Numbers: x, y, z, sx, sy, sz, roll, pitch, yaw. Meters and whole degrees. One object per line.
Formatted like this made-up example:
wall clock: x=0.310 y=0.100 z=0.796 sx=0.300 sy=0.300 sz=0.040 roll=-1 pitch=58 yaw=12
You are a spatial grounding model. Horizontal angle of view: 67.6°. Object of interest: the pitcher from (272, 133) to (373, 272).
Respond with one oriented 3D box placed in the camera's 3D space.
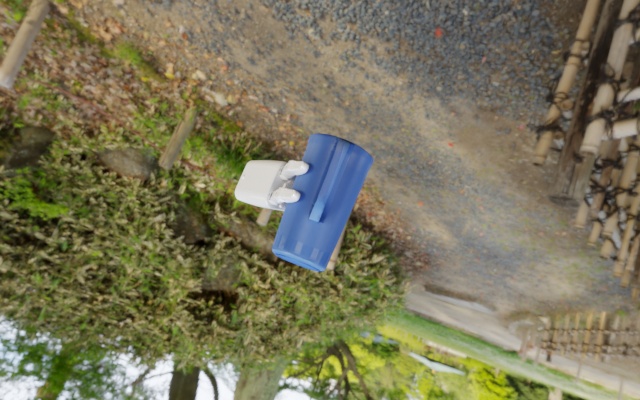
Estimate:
pitcher: x=0.000 y=0.003 z=0.897 sx=0.145 sy=0.242 sz=0.149 roll=10 pitch=-16 yaw=42
